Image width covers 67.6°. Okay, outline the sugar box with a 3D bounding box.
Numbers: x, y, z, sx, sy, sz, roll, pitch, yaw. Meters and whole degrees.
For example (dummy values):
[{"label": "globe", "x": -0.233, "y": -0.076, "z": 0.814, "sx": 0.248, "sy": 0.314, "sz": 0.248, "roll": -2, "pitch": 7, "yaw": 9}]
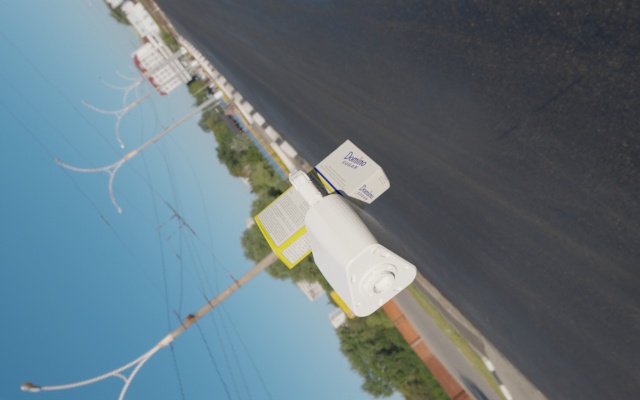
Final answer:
[{"label": "sugar box", "x": 0.000, "y": 0.003, "z": 0.653, "sx": 0.176, "sy": 0.048, "sz": 0.093, "roll": -37, "pitch": 42, "yaw": -3}]
